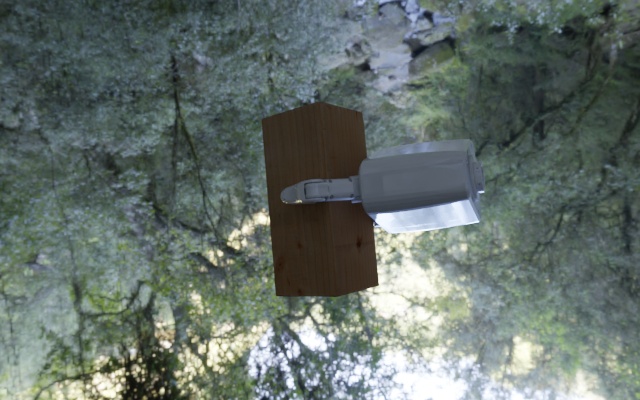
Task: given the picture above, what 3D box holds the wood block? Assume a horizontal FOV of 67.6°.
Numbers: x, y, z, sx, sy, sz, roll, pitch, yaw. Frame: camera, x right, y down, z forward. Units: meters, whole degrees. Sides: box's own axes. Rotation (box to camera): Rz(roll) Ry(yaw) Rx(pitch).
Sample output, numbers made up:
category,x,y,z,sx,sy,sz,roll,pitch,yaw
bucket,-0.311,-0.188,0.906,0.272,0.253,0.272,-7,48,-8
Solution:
category,x,y,z,sx,sy,sz,roll,pitch,yaw
wood block,0.000,0.002,0.556,0.090,0.206,0.091,-8,-5,38
